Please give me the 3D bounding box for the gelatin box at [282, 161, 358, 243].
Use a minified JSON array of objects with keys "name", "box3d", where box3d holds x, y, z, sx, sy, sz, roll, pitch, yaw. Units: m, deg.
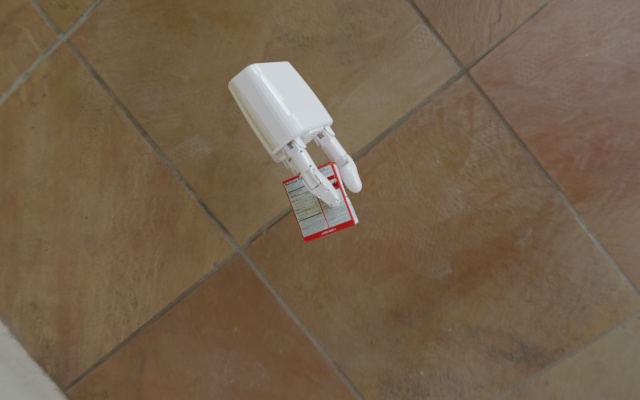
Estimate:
[{"name":"gelatin box","box3d":[0.000,0.002,0.631,0.073,0.089,0.030,-21,-3,13]}]
